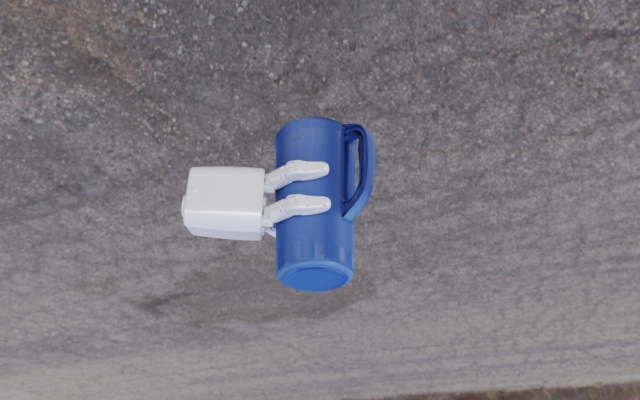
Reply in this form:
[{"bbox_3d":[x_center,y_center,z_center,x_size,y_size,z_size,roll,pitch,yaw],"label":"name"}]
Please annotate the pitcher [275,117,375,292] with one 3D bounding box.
[{"bbox_3d":[0.000,0.002,0.711,0.145,0.242,0.149,3,-30,-6],"label":"pitcher"}]
